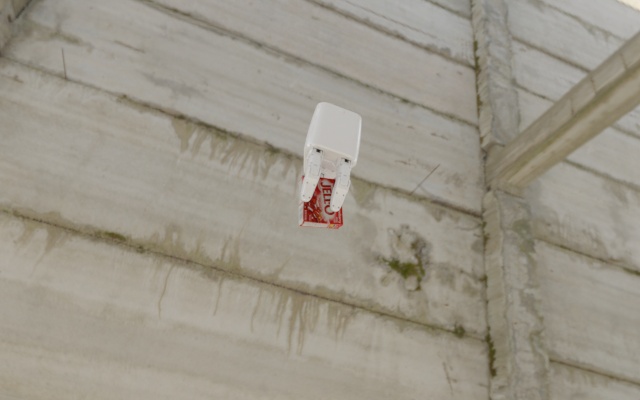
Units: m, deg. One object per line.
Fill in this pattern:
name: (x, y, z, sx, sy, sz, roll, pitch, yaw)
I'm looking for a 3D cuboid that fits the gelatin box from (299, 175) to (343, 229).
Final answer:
gelatin box: (0.000, 0.003, 0.840, 0.073, 0.089, 0.030, 6, -23, -18)
